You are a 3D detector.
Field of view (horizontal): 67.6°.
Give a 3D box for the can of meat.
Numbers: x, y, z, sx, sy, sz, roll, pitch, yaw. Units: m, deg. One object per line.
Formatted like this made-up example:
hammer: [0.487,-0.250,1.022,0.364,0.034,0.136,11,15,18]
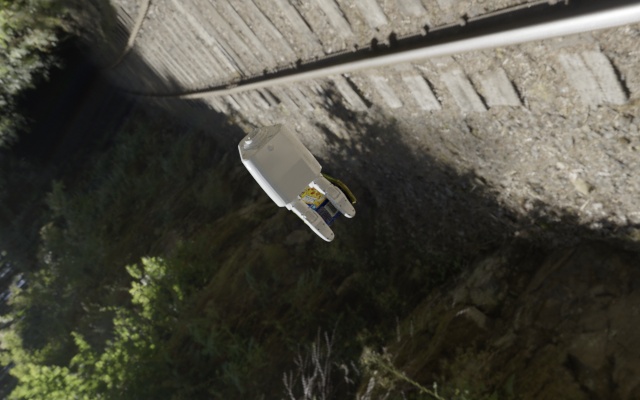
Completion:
can of meat: [0.000,0.003,0.856,0.057,0.084,0.102,52,-13,-32]
